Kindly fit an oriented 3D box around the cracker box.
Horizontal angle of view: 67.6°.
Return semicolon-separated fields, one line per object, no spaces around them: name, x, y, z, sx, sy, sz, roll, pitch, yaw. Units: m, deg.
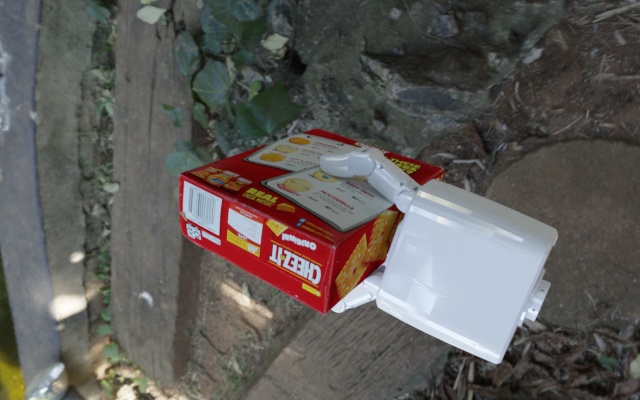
cracker box;0.000;0.001;0.462;0.164;0.072;0.213;23;29;27
